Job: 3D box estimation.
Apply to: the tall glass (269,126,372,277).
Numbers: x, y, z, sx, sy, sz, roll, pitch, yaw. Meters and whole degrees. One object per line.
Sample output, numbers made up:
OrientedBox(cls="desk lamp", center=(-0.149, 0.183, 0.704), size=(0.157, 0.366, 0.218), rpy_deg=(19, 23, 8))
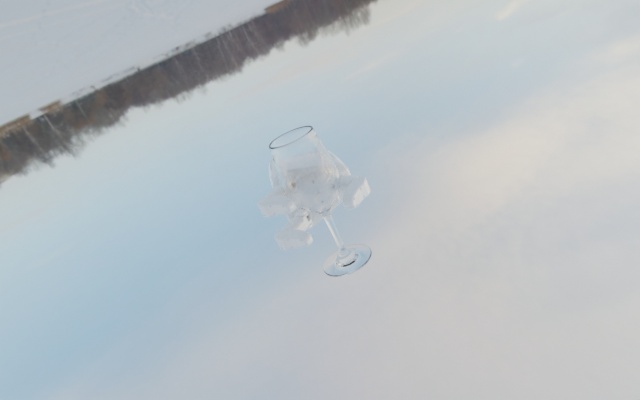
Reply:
OrientedBox(cls="tall glass", center=(0.000, 0.003, 0.647), size=(0.079, 0.201, 0.079), rpy_deg=(-21, 23, 9))
